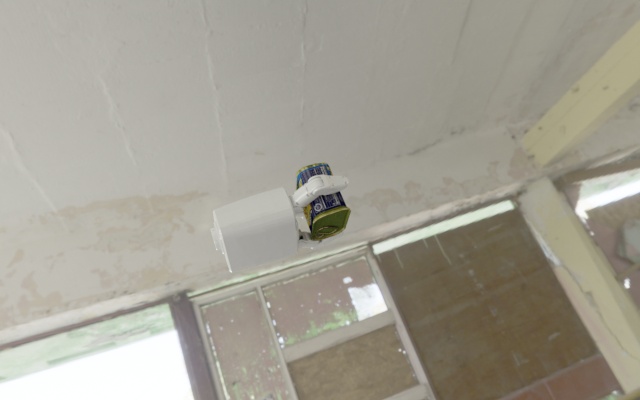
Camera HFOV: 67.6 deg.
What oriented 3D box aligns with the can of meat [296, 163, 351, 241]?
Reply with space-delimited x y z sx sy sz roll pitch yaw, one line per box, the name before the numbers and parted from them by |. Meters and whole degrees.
can of meat | 0.000 0.002 0.718 0.057 0.084 0.102 -18 -22 -12
